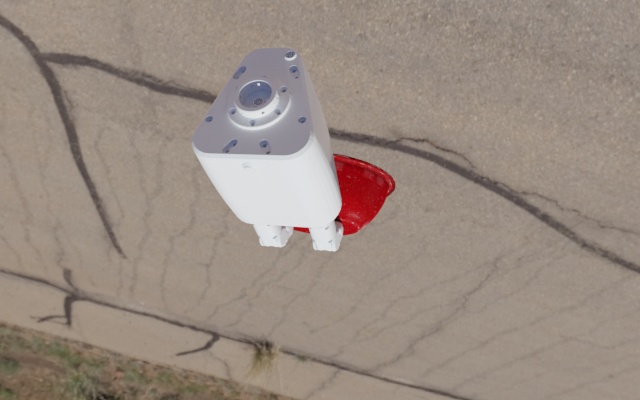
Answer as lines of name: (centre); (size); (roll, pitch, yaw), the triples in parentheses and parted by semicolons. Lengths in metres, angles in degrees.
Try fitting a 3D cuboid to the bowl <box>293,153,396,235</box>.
bowl: (0.001, 0.003, 0.530); (0.162, 0.055, 0.162); (6, -17, 2)
